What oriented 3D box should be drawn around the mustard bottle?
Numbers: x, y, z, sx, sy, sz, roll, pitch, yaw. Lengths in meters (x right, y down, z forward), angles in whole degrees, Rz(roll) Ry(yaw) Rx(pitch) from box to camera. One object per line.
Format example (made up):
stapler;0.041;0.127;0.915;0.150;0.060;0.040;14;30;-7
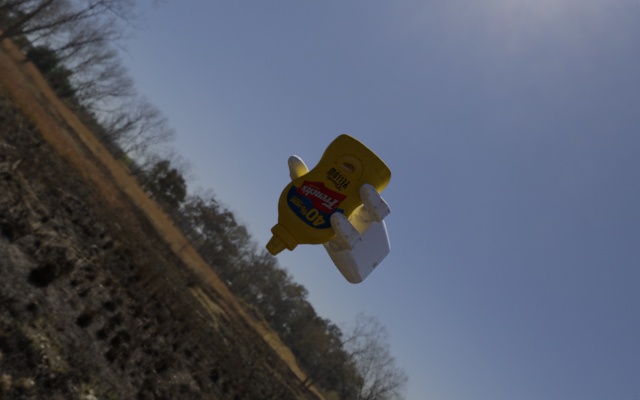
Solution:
mustard bottle;0.000;0.002;0.645;0.096;0.191;0.058;42;-15;14
